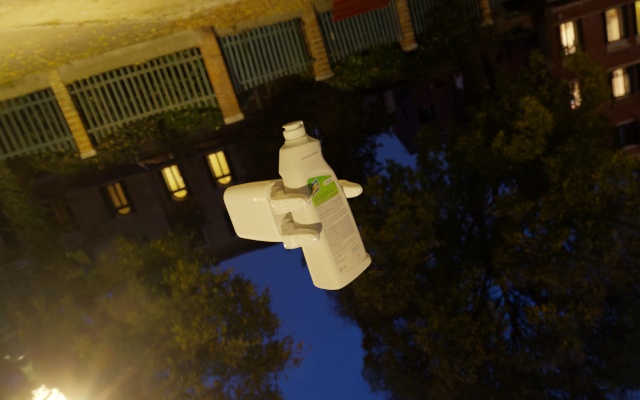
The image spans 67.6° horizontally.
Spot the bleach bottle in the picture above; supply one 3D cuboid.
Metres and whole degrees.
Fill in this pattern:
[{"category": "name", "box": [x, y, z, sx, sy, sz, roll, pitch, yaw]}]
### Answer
[{"category": "bleach bottle", "box": [0.000, 0.002, 0.719, 0.068, 0.251, 0.102, -1, 23, 42]}]
